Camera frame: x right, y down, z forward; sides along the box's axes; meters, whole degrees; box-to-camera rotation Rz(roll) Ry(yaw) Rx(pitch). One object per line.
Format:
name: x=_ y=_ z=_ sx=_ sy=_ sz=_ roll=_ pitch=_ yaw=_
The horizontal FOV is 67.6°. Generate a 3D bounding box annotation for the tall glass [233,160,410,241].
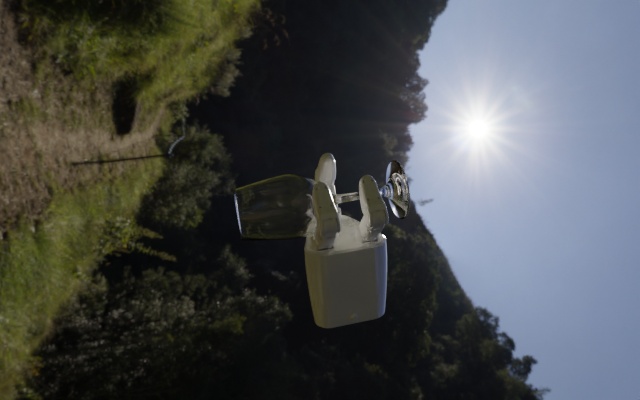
tall glass: x=0.001 y=0.002 z=0.575 sx=0.201 sy=0.079 sz=0.079 roll=-9 pitch=2 yaw=-11
